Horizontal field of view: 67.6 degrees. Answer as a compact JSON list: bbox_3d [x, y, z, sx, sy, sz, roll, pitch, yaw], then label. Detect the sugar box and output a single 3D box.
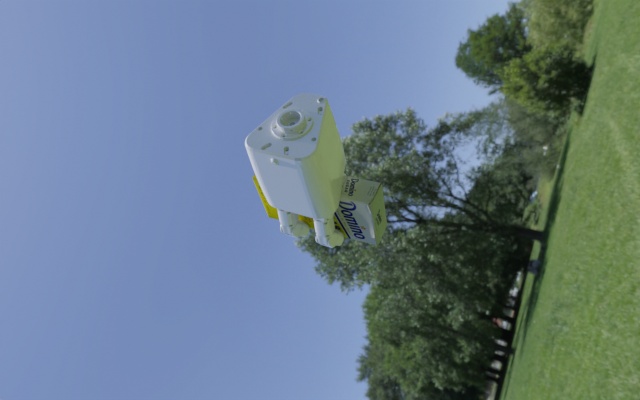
[{"bbox_3d":[0.000,0.002,0.661,0.176,0.048,0.093,15,-34,25],"label":"sugar box"}]
